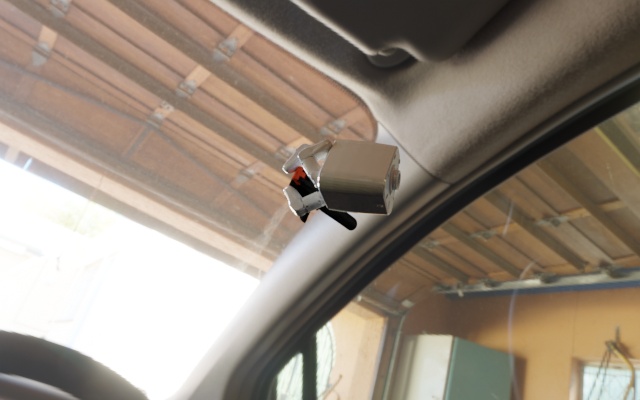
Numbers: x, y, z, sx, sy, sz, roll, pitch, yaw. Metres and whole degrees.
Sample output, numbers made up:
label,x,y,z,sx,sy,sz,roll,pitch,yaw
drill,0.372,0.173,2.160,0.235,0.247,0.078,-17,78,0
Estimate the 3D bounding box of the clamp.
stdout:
label,x,y,z,sx,sy,sz,roll,pitch,yaw
clamp,0.000,0.002,0.860,0.120,0.039,0.172,7,-28,19
